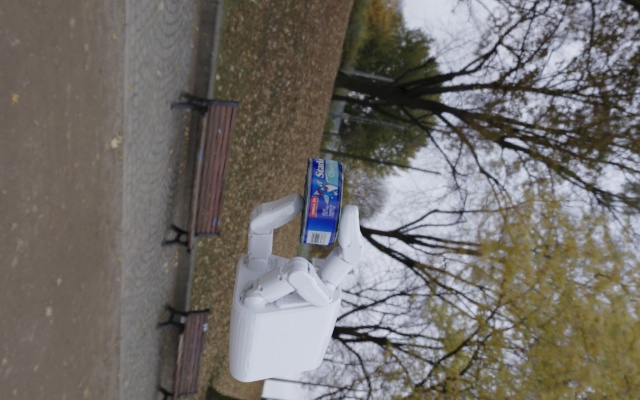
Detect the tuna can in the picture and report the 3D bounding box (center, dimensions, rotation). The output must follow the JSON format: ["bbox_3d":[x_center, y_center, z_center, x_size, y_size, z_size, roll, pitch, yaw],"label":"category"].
[{"bbox_3d":[0.001,0.002,0.473,0.034,0.086,0.086,6,0,-4],"label":"tuna can"}]
